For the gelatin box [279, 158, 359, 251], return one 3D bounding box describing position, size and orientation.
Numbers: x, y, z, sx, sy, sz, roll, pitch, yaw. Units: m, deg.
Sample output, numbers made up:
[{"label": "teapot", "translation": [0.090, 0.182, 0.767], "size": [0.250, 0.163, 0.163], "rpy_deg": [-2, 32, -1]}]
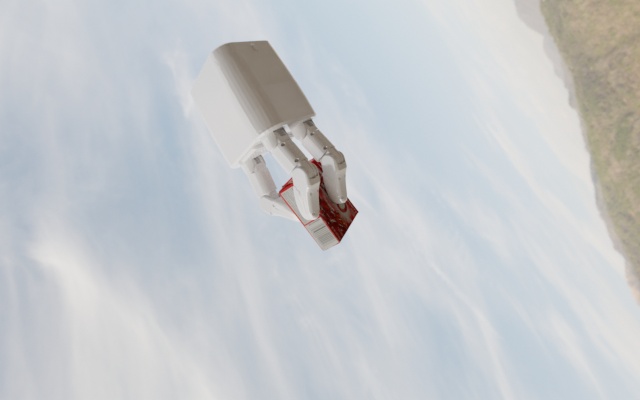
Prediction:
[{"label": "gelatin box", "translation": [0.000, 0.002, 0.557], "size": [0.030, 0.089, 0.073], "rpy_deg": [-30, 13, 33]}]
